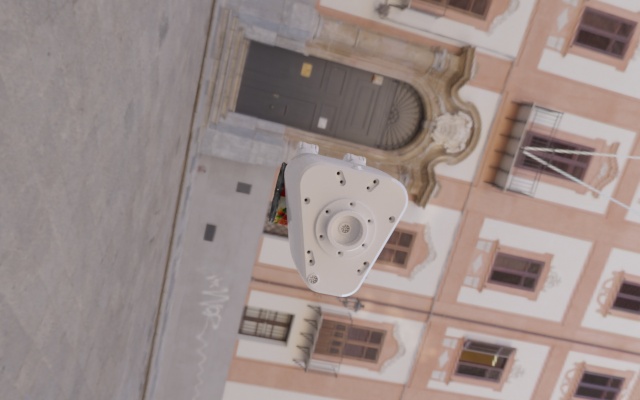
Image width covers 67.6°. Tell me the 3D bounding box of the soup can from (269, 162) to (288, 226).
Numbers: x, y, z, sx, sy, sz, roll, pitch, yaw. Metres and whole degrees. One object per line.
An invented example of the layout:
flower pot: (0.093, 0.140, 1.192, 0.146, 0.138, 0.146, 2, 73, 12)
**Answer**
soup can: (0.000, 0.002, 0.531, 0.102, 0.068, 0.068, 13, -2, -9)
